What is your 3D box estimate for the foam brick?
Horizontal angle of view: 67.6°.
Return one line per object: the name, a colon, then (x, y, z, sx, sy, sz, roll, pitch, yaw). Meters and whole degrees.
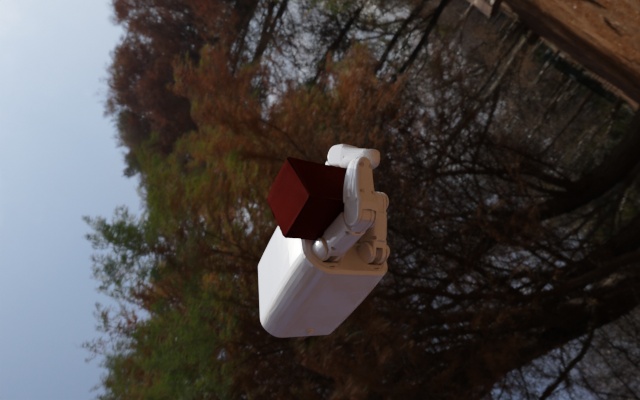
foam brick: (0.000, 0.001, 0.431, 0.078, 0.051, 0.053, 8, 38, -37)
